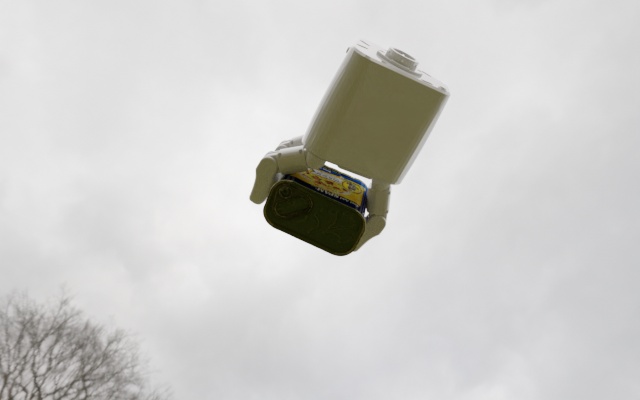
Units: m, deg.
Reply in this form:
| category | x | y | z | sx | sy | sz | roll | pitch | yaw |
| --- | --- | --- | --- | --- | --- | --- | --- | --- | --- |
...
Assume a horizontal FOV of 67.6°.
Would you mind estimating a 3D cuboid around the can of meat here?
| category | x | y | z | sx | sy | sz | roll | pitch | yaw |
| --- | --- | --- | --- | --- | --- | --- | --- | --- | --- |
| can of meat | 0.000 | 0.002 | 0.510 | 0.102 | 0.057 | 0.084 | 24 | 27 | -1 |
